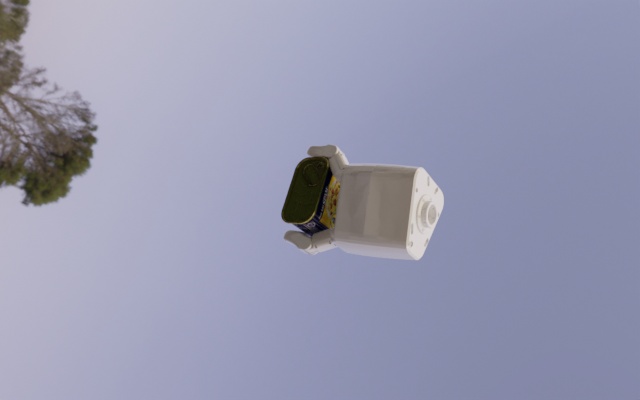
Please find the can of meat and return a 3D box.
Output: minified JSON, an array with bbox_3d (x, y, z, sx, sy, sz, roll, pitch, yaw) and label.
[{"bbox_3d":[0.000,0.002,0.681,0.057,0.102,0.084,0,-25,37],"label":"can of meat"}]
